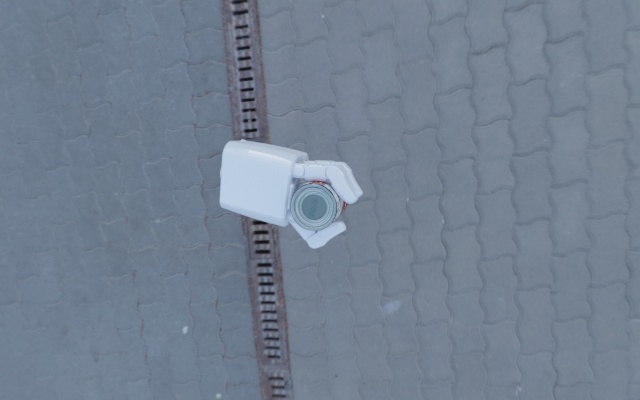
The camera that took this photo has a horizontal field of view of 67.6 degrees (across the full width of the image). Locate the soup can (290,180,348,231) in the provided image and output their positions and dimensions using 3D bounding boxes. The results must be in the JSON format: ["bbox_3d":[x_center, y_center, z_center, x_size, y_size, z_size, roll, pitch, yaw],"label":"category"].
[{"bbox_3d":[0.001,0.003,0.696,0.068,0.068,0.102,0,8,12],"label":"soup can"}]
